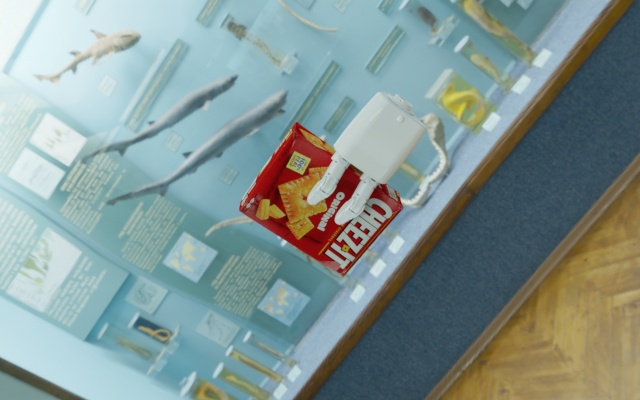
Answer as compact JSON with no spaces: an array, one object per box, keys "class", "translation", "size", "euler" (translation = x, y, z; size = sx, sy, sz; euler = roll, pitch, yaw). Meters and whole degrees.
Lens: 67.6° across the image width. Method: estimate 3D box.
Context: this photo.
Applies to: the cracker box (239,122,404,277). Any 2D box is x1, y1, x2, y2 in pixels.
[{"class":"cracker box","translation":[0.000,0.002,0.778],"size":[0.214,0.164,0.072],"euler":[34,20,-13]}]
